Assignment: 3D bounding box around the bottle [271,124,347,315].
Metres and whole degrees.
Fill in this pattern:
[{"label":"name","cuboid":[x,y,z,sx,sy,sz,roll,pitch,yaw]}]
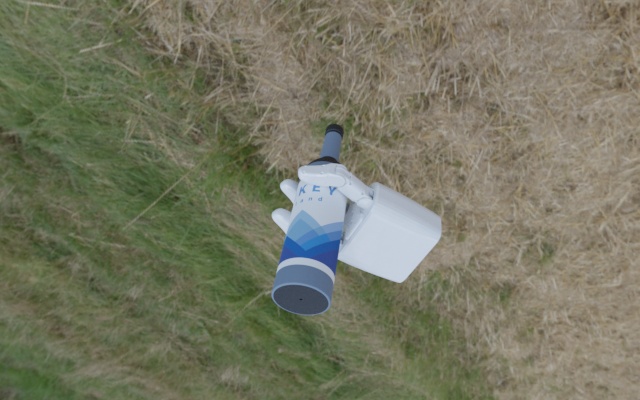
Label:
[{"label":"bottle","cuboid":[0.000,0.002,0.622,0.069,0.295,0.069,6,-42,6]}]
